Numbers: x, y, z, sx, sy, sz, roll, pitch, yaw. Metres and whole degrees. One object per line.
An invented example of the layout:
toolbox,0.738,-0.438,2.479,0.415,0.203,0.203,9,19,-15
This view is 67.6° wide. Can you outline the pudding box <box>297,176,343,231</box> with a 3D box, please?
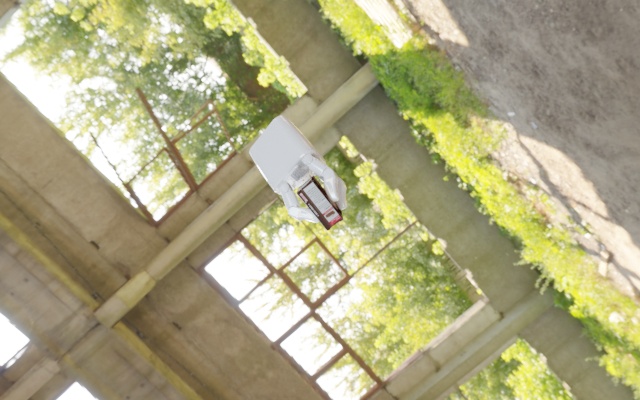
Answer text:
pudding box,0.000,0.003,0.865,0.039,0.090,0.113,-39,4,7
